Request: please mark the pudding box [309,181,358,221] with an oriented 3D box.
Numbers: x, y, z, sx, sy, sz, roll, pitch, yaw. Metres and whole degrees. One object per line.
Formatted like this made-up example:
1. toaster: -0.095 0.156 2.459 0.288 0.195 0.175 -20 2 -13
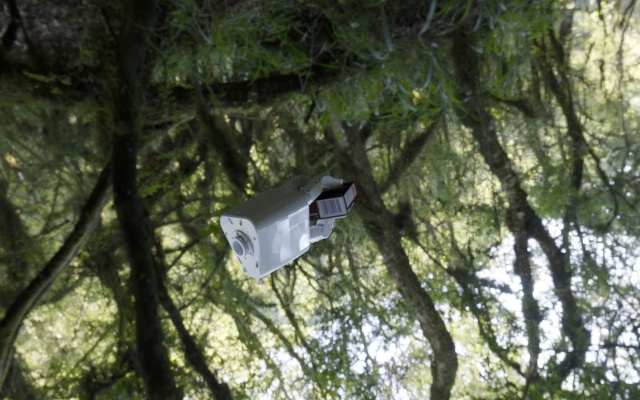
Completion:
1. pudding box: 0.000 0.003 0.819 0.113 0.039 0.090 -7 17 18
